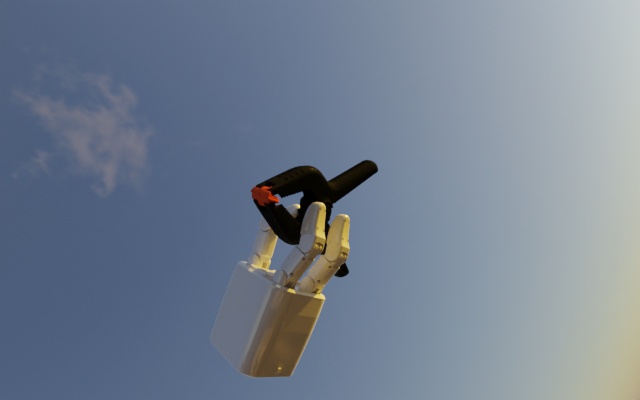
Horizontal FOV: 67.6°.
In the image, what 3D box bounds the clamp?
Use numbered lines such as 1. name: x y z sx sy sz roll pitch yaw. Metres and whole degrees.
1. clamp: -0.001 0.002 0.588 0.036 0.164 0.210 15 -7 37
